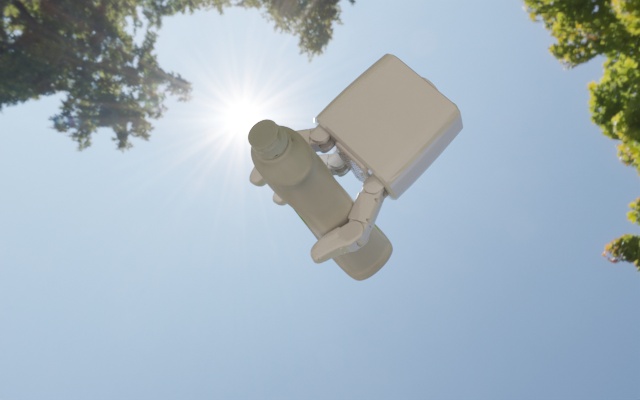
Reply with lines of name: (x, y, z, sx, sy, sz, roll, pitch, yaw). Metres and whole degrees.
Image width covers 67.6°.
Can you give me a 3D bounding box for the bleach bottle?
bleach bottle: (0.000, 0.002, 0.493, 0.102, 0.068, 0.251, 45, -3, 32)
